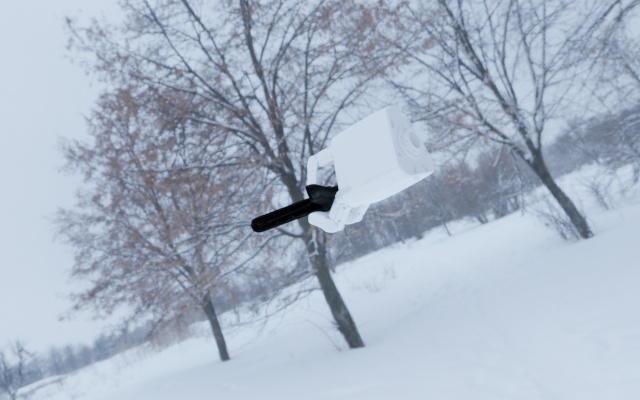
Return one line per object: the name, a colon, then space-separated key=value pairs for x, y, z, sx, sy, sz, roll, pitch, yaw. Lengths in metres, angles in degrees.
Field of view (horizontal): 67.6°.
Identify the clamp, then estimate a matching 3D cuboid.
clamp: x=0.000 y=0.002 z=0.763 sx=0.164 sy=0.036 sz=0.210 roll=-27 pitch=-9 yaw=40
